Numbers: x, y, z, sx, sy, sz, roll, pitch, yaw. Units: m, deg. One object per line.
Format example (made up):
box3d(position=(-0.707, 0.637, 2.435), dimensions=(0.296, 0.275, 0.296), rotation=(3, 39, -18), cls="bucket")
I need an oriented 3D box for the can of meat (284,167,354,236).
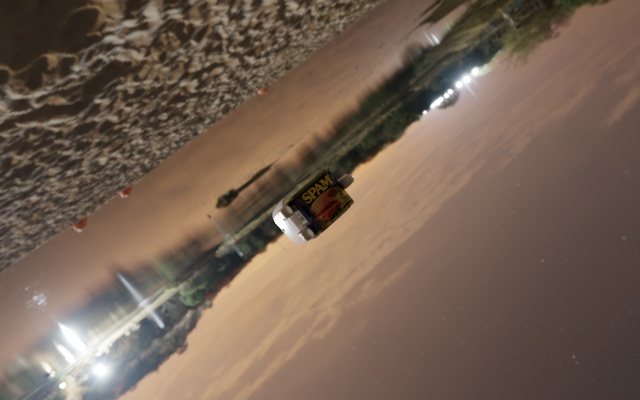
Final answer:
box3d(position=(0.000, 0.003, 0.868), dimensions=(0.102, 0.084, 0.057), rotation=(-41, 3, -26), cls="can of meat")
